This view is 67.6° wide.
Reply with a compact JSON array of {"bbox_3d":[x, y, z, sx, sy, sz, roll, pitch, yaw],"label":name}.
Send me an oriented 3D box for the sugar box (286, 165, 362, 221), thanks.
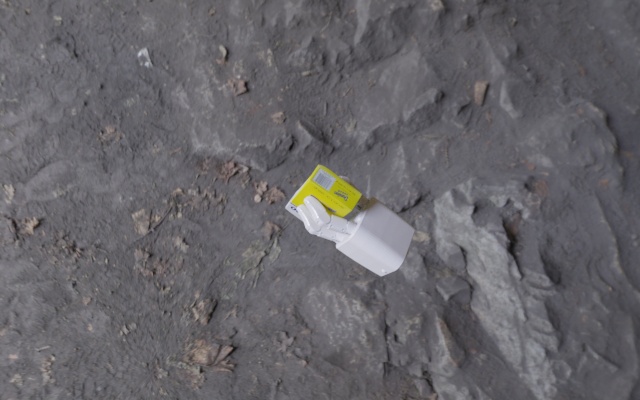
[{"bbox_3d":[0.000,0.003,0.891,0.093,0.048,0.176,36,-27,-4],"label":"sugar box"}]
